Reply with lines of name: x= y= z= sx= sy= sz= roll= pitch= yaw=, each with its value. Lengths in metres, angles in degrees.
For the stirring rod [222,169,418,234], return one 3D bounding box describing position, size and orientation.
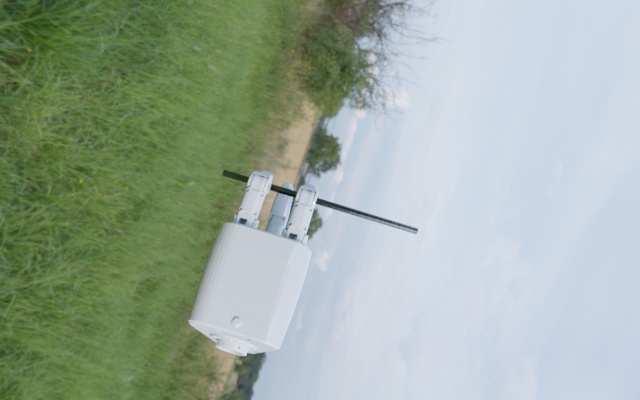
stirring rod: x=0.000 y=0.002 z=0.568 sx=0.239 sy=0.011 sz=0.011 roll=17 pitch=0 yaw=-1
